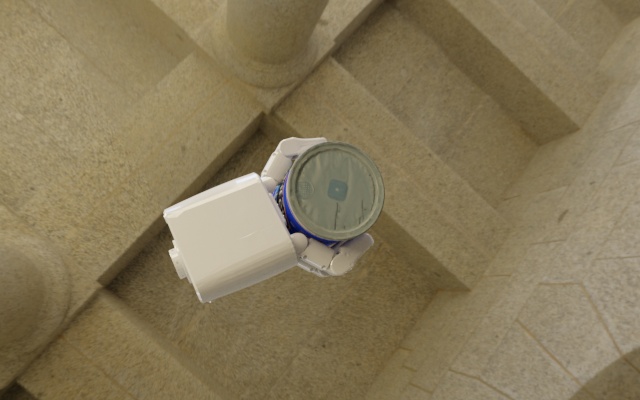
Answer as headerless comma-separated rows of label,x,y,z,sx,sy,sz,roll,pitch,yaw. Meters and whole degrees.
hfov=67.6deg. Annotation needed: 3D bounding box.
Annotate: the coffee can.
coffee can,0.000,0.002,0.546,0.103,0.102,0.140,0,-11,-15
